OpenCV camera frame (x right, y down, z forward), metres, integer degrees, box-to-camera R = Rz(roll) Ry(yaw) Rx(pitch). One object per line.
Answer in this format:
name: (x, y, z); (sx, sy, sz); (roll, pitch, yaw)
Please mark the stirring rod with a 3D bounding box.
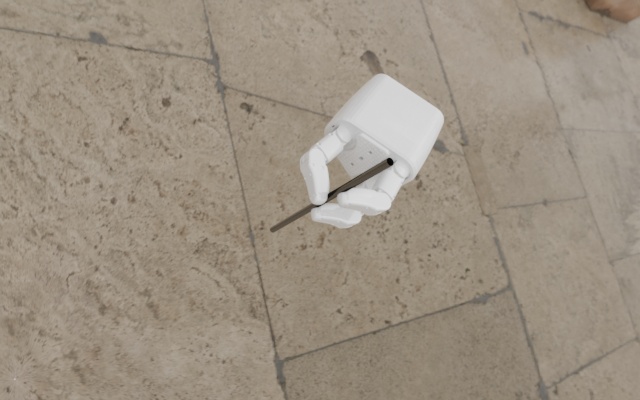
stirring rod: (0.000, 0.002, 0.520); (0.011, 0.011, 0.239); (0, -17, -33)
